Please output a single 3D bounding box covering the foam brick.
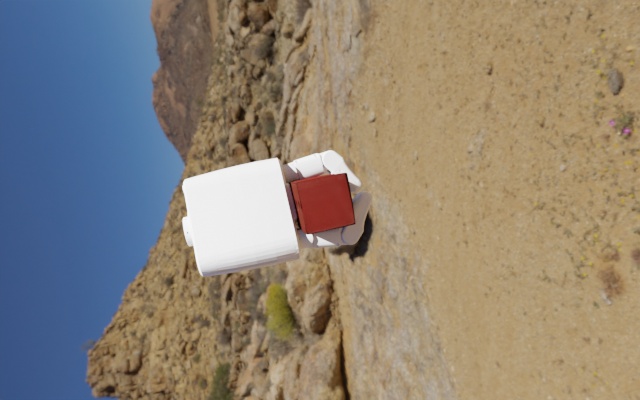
[{"bbox_3d":[0.000,0.002,0.493,0.051,0.053,0.078,-11,3,-8],"label":"foam brick"}]
